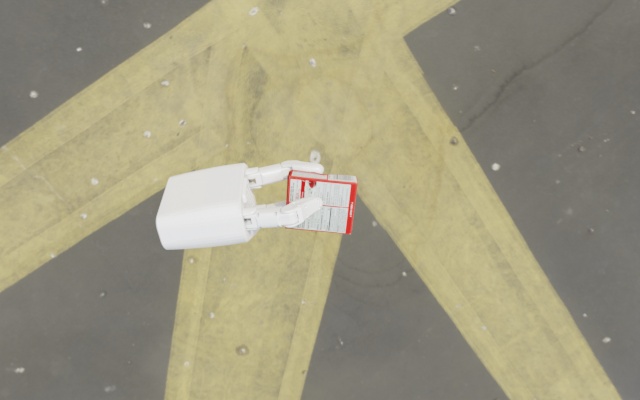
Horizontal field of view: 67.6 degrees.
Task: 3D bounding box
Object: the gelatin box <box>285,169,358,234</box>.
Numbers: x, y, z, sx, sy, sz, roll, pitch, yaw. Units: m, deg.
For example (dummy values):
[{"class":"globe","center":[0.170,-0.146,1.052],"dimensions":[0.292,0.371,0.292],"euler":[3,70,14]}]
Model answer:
[{"class":"gelatin box","center":[0.000,0.002,0.617],"dimensions":[0.089,0.073,0.030],"euler":[6,23,1]}]
